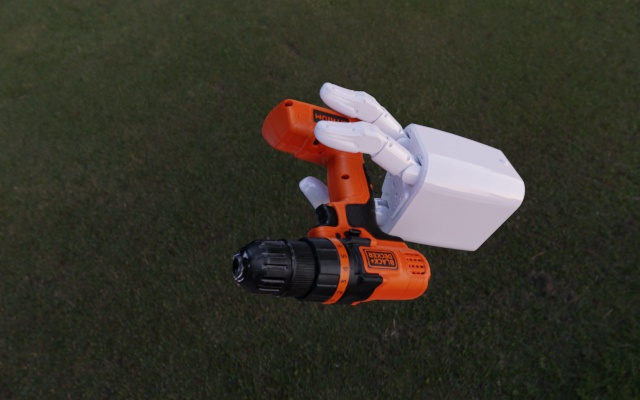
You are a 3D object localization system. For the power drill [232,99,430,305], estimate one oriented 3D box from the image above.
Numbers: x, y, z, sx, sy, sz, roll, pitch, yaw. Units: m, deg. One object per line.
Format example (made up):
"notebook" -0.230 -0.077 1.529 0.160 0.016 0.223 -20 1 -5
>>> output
"power drill" 0.000 0.001 0.422 0.184 0.187 0.057 10 -37 -36
